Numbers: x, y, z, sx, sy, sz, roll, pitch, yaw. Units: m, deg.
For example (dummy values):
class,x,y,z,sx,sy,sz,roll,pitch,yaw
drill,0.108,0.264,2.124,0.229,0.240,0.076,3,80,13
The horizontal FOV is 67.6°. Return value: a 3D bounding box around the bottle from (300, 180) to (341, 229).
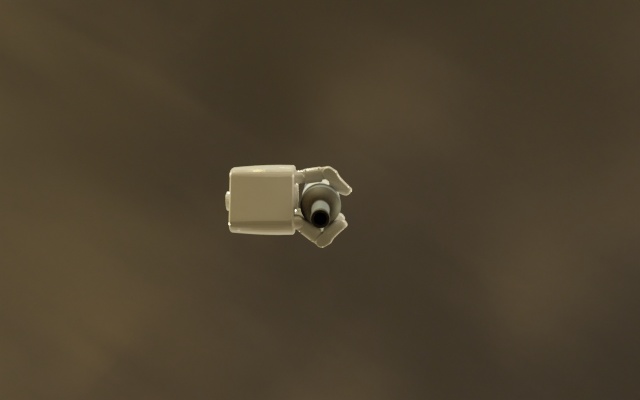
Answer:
class,x,y,z,sx,sy,sz,roll,pitch,yaw
bottle,0.000,0.003,0.812,0.069,0.069,0.295,0,9,0
